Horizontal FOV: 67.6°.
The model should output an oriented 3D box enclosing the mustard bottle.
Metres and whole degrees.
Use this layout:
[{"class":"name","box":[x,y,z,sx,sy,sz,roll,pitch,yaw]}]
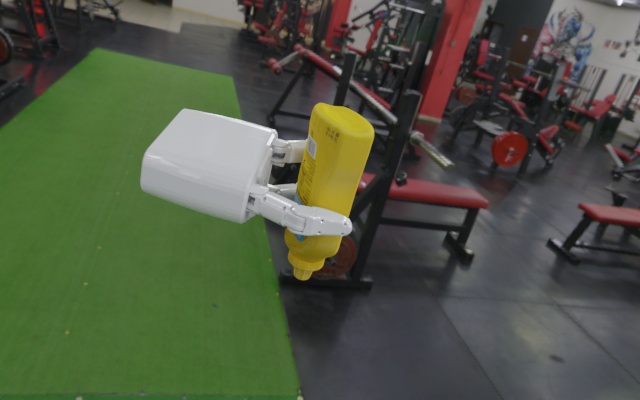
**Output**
[{"class":"mustard bottle","box":[0.000,0.001,0.505,0.058,0.192,0.096,6,25,-21]}]
